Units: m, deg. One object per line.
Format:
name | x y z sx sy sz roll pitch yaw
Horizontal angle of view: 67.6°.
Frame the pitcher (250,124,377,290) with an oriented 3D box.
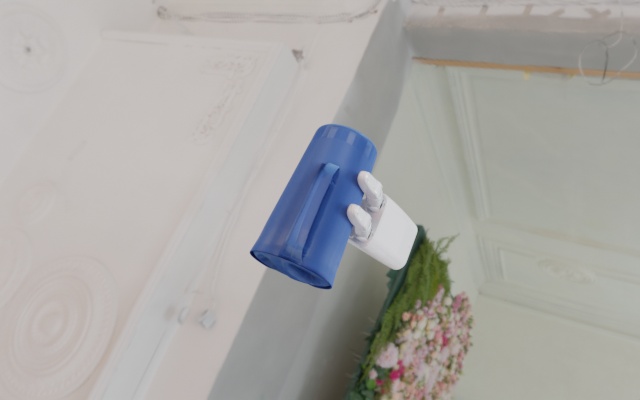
pitcher | 0.000 0.003 0.735 0.149 0.242 0.145 2 -28 48
